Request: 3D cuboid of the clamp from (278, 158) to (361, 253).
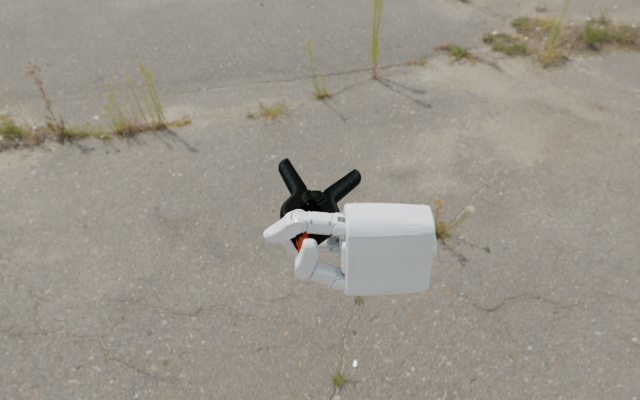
[{"bbox_3d":[0.000,0.002,0.644,0.120,0.039,0.171,-1,44,-1],"label":"clamp"}]
